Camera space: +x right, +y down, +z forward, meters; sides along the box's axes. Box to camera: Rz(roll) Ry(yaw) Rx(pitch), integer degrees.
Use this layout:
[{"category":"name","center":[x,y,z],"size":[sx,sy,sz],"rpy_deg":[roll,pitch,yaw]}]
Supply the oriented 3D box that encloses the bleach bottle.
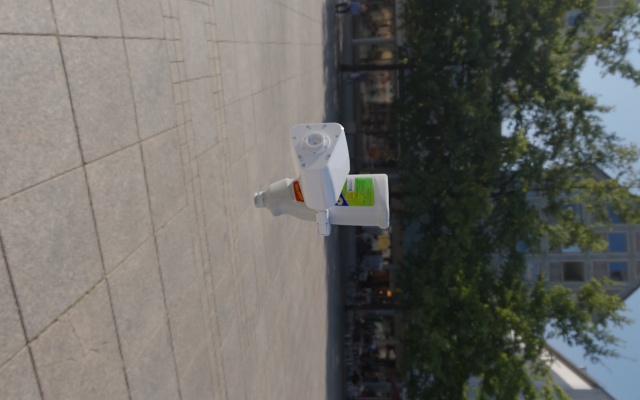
[{"category":"bleach bottle","center":[0.000,0.003,0.896],"size":[0.251,0.102,0.068],"rpy_deg":[-2,-34,6]}]
